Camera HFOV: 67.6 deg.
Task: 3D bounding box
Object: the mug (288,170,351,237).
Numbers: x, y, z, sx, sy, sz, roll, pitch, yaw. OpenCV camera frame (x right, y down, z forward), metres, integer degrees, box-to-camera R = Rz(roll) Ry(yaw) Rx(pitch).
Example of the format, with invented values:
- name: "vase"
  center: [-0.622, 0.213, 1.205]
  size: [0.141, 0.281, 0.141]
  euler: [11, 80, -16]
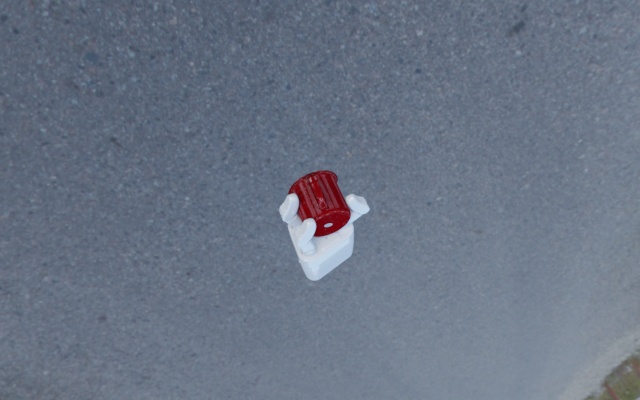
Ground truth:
- name: "mug"
  center: [0.000, 0.002, 0.804]
  size: [0.093, 0.081, 0.117]
  euler: [-21, -29, -6]
